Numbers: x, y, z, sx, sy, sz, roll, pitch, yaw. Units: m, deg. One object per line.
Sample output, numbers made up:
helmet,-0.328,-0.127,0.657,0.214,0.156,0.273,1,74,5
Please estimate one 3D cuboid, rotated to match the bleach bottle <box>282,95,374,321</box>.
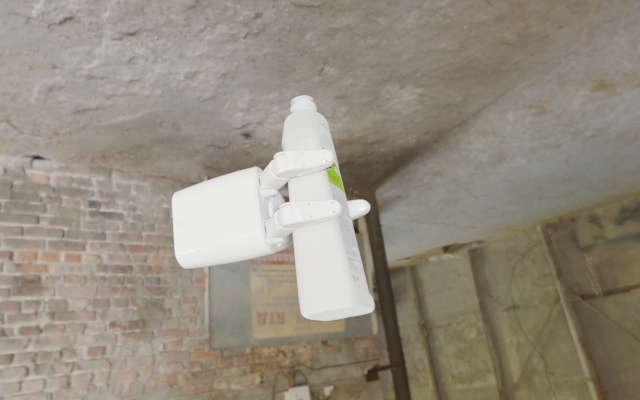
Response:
bleach bottle,0.000,0.002,0.535,0.068,0.250,0.102,-14,-20,13
